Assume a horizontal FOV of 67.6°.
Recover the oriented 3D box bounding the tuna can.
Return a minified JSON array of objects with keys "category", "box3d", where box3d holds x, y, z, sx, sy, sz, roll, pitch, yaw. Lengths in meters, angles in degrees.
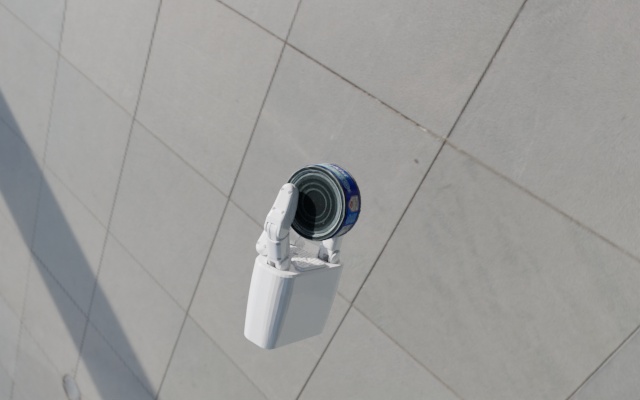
[{"category":"tuna can","box3d":[0.000,0.002,0.530,0.086,0.086,0.034,0,5,33]}]
